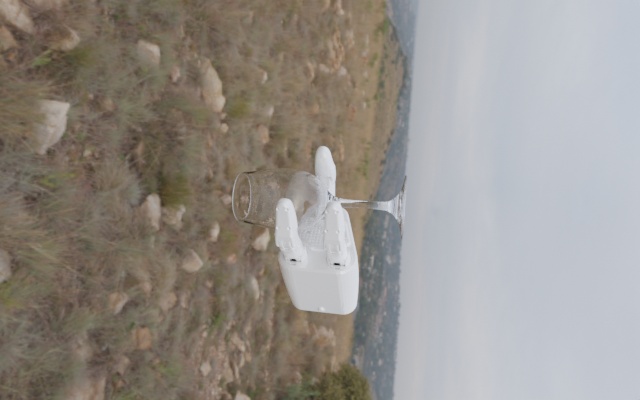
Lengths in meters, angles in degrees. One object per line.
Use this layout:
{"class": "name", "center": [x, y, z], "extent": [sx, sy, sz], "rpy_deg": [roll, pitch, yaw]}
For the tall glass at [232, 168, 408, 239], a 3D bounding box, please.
{"class": "tall glass", "center": [0.001, 0.002, 0.569], "extent": [0.201, 0.079, 0.079], "rpy_deg": [4, 1, 11]}
